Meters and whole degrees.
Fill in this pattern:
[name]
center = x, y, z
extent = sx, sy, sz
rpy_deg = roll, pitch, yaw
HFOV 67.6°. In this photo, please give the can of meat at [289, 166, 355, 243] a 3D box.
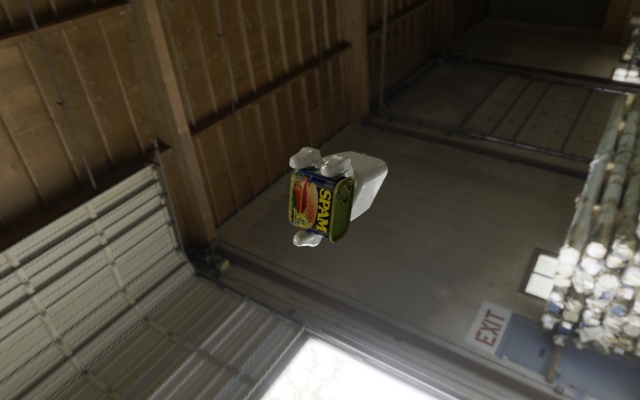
[can of meat]
center = 0.000, 0.002, 0.737
extent = 0.084, 0.102, 0.057
rpy_deg = 19, 27, 28
